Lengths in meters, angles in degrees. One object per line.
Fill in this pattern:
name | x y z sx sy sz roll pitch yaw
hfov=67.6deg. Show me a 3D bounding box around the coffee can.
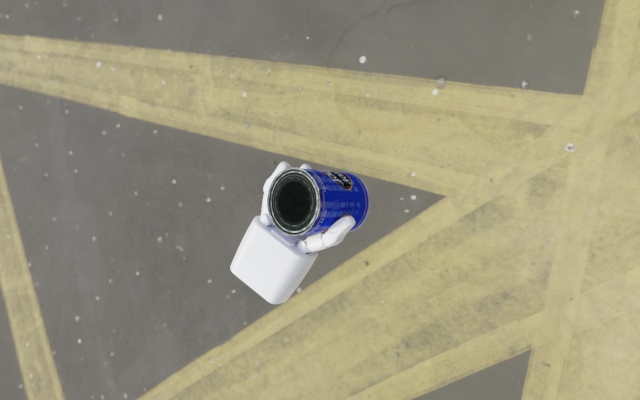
coffee can | 0.000 0.002 0.755 0.103 0.103 0.140 0 -1 37
